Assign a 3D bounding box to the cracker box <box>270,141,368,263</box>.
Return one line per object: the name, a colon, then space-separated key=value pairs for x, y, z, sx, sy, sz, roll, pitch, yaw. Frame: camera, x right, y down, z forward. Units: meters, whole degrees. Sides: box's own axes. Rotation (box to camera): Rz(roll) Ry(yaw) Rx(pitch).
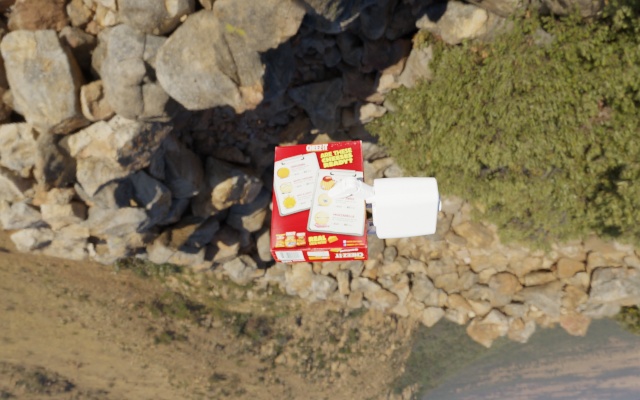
cracker box: x=0.000 y=0.003 z=0.861 sx=0.164 sy=0.213 sz=0.072 roll=-3 pitch=-29 yaw=5
